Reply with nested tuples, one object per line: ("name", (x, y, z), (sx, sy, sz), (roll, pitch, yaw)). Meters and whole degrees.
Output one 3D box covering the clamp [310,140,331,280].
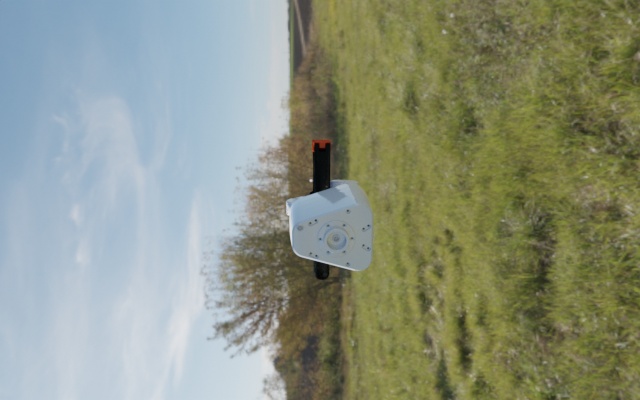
("clamp", (-0.001, 0.002, 0.783), (0.036, 0.210, 0.164), (0, 14, -2))
